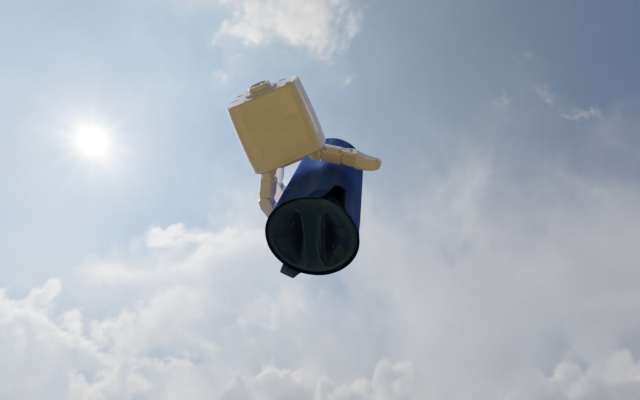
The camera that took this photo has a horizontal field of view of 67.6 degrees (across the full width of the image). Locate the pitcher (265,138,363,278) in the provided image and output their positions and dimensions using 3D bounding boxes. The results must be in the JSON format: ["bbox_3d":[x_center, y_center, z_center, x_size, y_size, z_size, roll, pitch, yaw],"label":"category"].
[{"bbox_3d":[0.000,0.002,0.760,0.149,0.145,0.242,-13,27,17],"label":"pitcher"}]
